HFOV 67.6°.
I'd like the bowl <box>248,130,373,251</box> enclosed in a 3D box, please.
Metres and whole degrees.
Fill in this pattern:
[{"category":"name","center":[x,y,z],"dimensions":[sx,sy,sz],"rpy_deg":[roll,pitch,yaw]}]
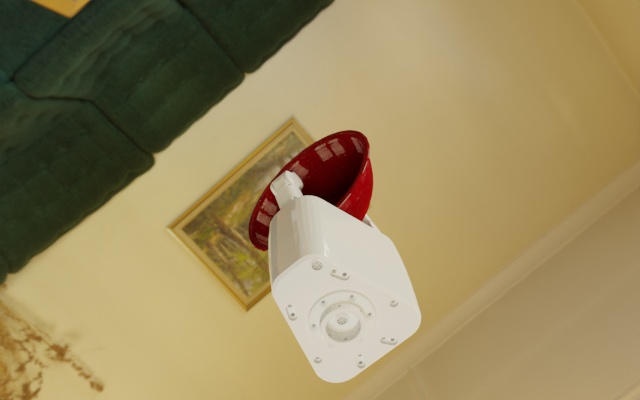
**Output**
[{"category":"bowl","center":[0.000,0.001,0.508],"dimensions":[0.055,0.162,0.162],"rpy_deg":[45,-25,-28]}]
